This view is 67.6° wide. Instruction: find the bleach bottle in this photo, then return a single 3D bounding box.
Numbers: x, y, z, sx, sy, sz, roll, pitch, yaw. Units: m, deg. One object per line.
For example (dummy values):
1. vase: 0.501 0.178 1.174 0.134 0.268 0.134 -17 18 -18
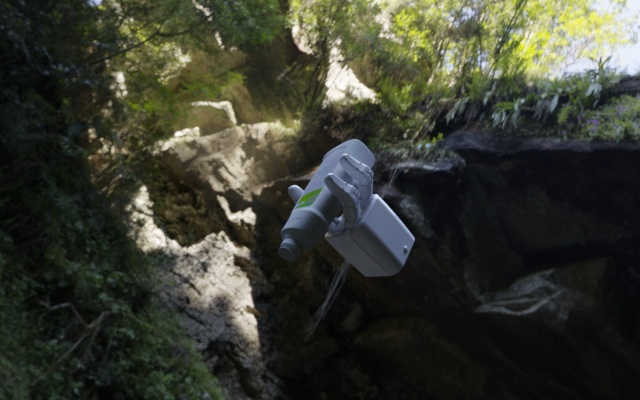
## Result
1. bleach bottle: 0.000 0.002 0.771 0.102 0.068 0.250 -29 20 46
